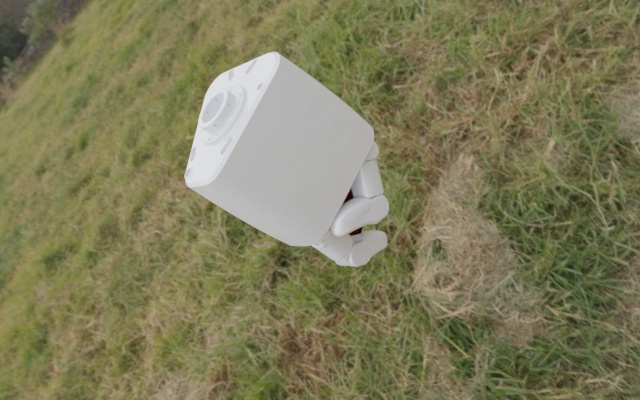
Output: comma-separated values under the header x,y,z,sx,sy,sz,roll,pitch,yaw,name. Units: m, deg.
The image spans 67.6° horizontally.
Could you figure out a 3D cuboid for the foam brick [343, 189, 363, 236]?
x,y,z,sx,sy,sz,roll,pitch,yaw,name
0.000,0.002,0.453,0.078,0.053,0.051,-4,-27,46,foam brick
